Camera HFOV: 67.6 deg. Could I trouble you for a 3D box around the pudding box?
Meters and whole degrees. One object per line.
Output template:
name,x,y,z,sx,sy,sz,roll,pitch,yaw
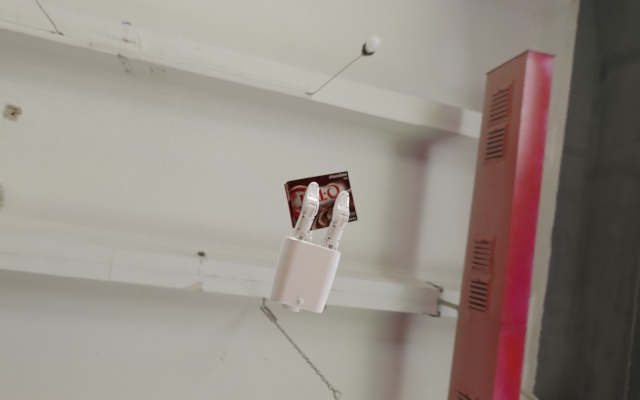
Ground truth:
pudding box,0.000,0.003,0.826,0.113,0.090,0.039,-11,-2,-19
